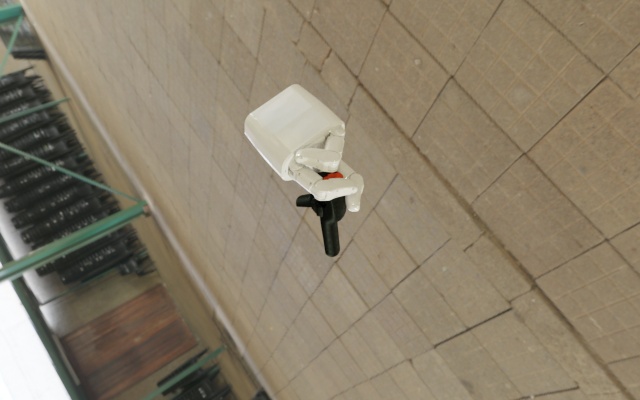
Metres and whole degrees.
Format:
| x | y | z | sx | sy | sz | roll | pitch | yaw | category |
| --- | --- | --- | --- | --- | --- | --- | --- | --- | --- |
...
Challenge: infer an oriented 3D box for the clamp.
| x | y | z | sx | sy | sz | roll | pitch | yaw | category |
| --- | --- | --- | --- | --- | --- | --- | --- | --- | --- |
| 0.000 | 0.003 | 0.744 | 0.039 | 0.120 | 0.172 | -28 | -30 | -27 | clamp |
